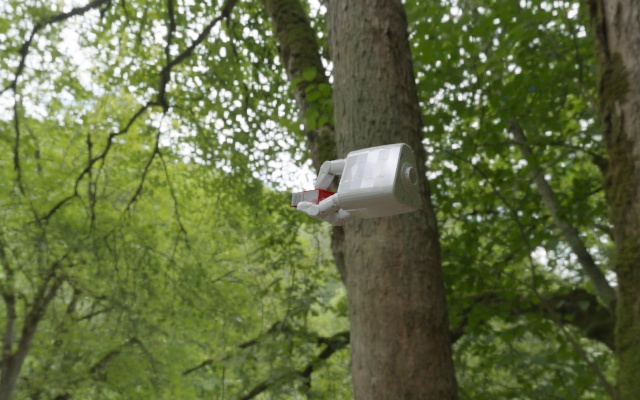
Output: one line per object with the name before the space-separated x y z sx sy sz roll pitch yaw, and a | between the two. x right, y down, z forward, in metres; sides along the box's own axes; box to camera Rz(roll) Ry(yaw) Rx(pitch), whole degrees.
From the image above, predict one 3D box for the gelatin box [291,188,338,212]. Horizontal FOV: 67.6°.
gelatin box | 0.000 0.002 0.888 0.073 0.030 0.089 14 -13 -36
